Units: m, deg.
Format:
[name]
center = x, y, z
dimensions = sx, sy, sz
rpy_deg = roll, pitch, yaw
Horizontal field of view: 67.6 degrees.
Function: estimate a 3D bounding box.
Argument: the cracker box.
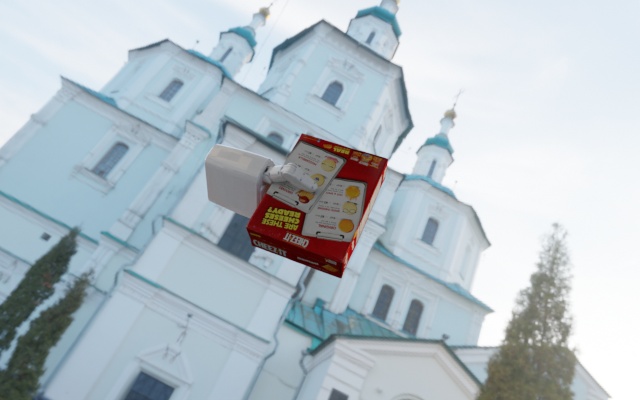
[cracker box]
center = 0.000, 0.002, 0.797
dimensions = 0.164, 0.213, 0.072
rpy_deg = 18, -31, 14
